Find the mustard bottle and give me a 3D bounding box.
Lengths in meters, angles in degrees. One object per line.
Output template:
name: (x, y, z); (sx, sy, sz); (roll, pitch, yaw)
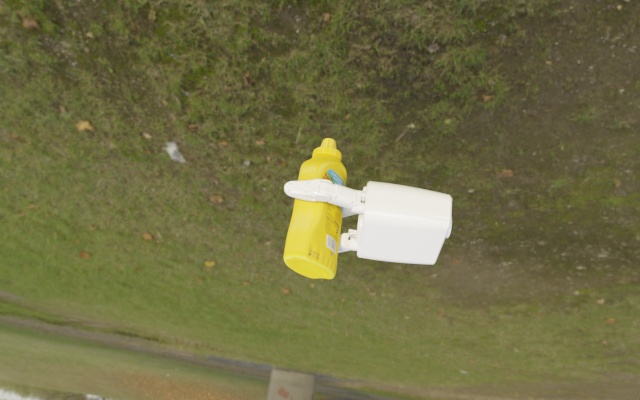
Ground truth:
mustard bottle: (0.000, 0.002, 0.643); (0.058, 0.191, 0.096); (-3, -25, 26)
